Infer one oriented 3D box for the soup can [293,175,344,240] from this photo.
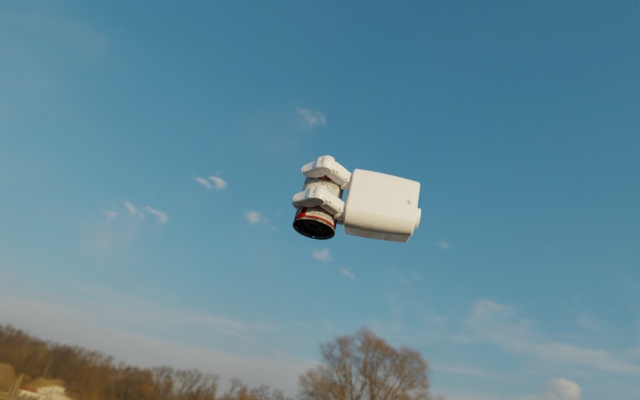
[{"bbox_3d":[0.000,0.002,0.764,0.068,0.102,0.068,11,-29,6],"label":"soup can"}]
